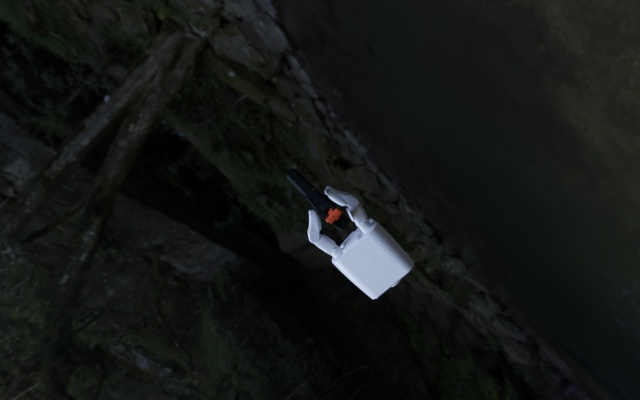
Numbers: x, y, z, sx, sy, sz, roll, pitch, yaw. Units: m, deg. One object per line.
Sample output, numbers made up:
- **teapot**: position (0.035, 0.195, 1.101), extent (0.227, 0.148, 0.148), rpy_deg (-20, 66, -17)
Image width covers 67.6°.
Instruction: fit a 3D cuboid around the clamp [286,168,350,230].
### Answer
- **clamp**: position (0.000, 0.004, 0.876), extent (0.164, 0.036, 0.210), rpy_deg (42, 1, -6)
